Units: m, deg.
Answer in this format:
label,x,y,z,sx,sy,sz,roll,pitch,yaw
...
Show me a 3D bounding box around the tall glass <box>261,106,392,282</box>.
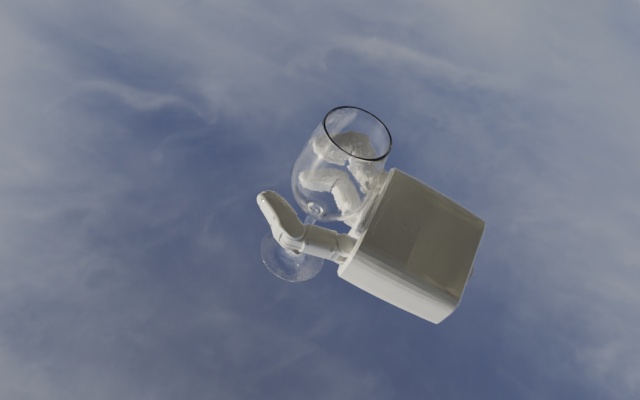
label,x,y,z,sx,sy,sz,roll,pitch,yaw
tall glass,0.000,0.002,0.468,0.079,0.079,0.201,0,-36,-23
